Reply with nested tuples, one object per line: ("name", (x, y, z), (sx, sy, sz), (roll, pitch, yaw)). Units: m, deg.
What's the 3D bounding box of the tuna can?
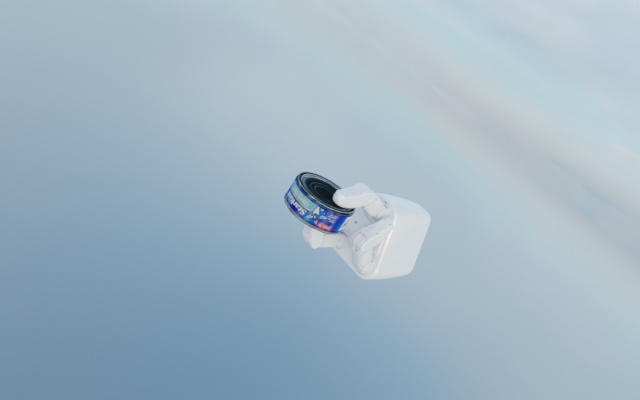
("tuna can", (0.000, 0.001, 0.593), (0.086, 0.034, 0.086), (27, 23, -13))
